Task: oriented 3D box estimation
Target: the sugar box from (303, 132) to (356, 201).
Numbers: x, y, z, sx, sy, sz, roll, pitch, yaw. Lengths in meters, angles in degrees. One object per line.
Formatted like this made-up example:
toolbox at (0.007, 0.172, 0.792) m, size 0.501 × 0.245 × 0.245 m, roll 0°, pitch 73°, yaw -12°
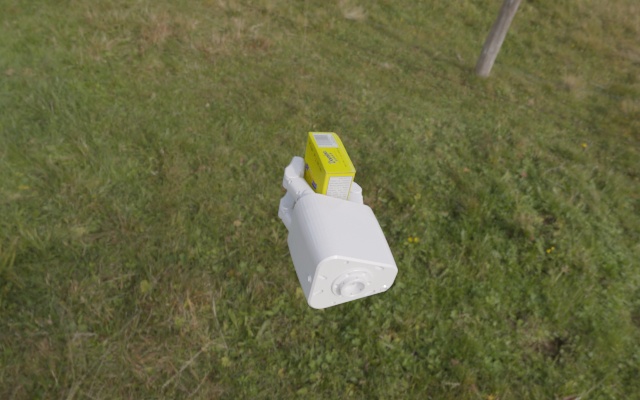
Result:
sugar box at (0.000, 0.002, 0.666) m, size 0.048 × 0.176 × 0.093 m, roll -1°, pitch 41°, yaw -18°
